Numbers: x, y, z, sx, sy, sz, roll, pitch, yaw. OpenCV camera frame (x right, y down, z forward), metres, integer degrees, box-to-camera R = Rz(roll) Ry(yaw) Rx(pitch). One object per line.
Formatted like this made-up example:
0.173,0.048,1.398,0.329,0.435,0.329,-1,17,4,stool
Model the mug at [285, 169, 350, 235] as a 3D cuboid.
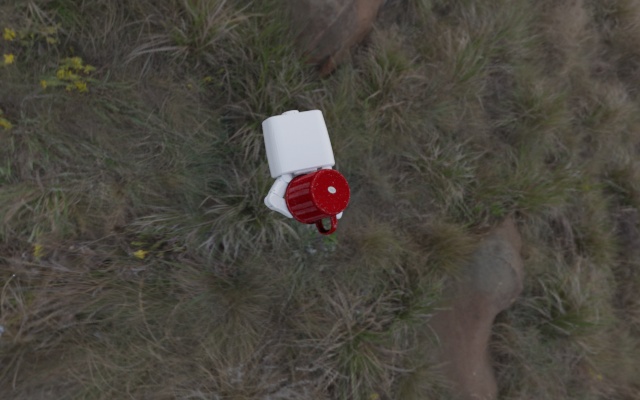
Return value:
0.001,0.004,0.832,0.093,0.117,0.081,-12,-3,-33,mug
